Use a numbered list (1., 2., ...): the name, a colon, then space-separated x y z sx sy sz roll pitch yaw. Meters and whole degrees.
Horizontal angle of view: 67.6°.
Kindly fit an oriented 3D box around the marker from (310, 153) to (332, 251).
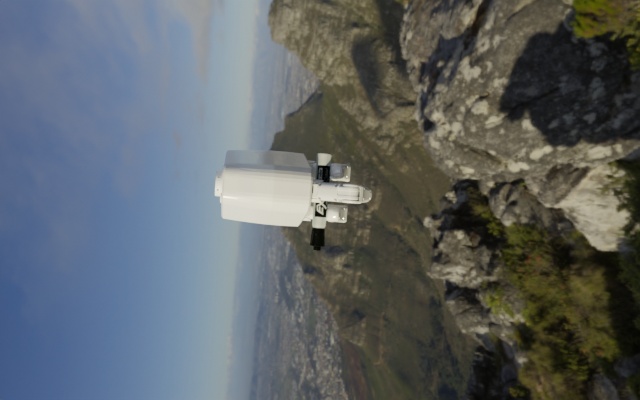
1. marker: 0.000 0.002 0.596 0.020 0.121 0.020 4 0 0
